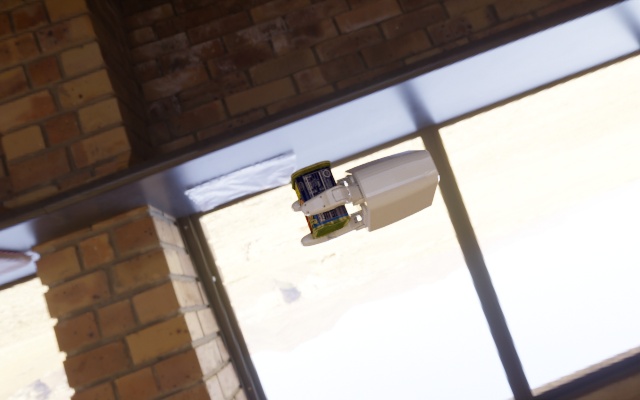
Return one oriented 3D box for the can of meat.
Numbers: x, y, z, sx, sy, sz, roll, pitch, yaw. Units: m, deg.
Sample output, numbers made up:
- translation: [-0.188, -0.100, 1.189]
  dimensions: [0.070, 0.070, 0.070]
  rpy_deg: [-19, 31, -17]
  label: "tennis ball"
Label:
- translation: [0.000, 0.002, 0.660]
  dimensions: [0.057, 0.084, 0.102]
  rpy_deg: [-20, -10, -7]
  label: "can of meat"
